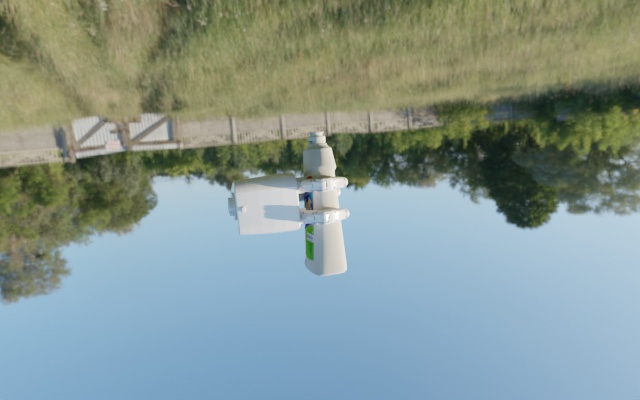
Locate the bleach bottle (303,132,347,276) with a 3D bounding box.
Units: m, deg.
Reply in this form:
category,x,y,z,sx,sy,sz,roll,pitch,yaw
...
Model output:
category,x,y,z,sx,sy,sz,roll,pitch,yaw
bleach bottle,0.000,0.003,0.865,0.068,0.251,0.102,-7,7,-15
